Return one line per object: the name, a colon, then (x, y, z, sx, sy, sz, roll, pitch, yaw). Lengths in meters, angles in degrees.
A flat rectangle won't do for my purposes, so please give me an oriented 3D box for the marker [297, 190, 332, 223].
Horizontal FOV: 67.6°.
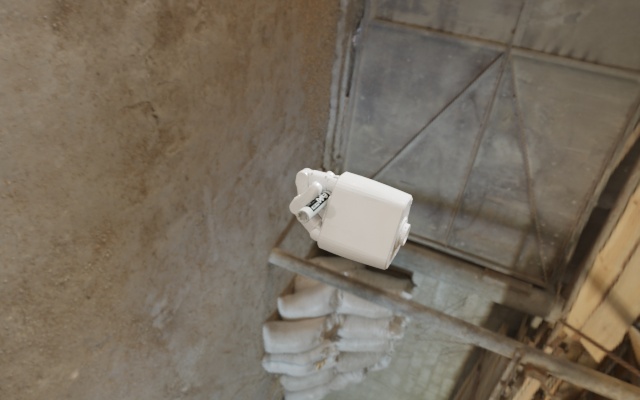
marker: (0.000, 0.002, 0.678, 0.020, 0.020, 0.121, 0, 19, 24)
